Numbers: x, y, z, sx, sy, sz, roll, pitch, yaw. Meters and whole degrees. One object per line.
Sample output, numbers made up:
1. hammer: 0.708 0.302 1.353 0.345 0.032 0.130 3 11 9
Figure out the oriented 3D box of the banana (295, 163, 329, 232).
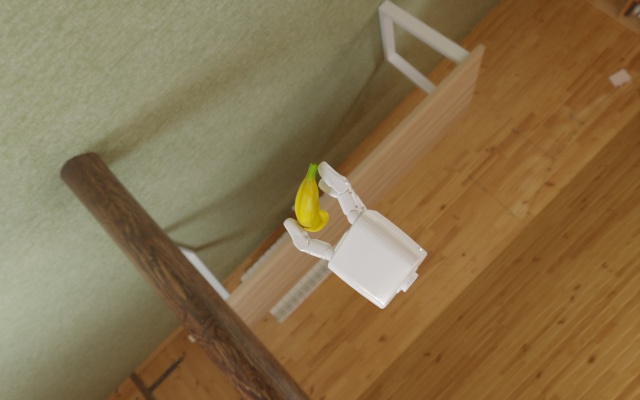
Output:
1. banana: -0.011 0.016 0.773 0.037 0.069 0.198 31 -18 16
